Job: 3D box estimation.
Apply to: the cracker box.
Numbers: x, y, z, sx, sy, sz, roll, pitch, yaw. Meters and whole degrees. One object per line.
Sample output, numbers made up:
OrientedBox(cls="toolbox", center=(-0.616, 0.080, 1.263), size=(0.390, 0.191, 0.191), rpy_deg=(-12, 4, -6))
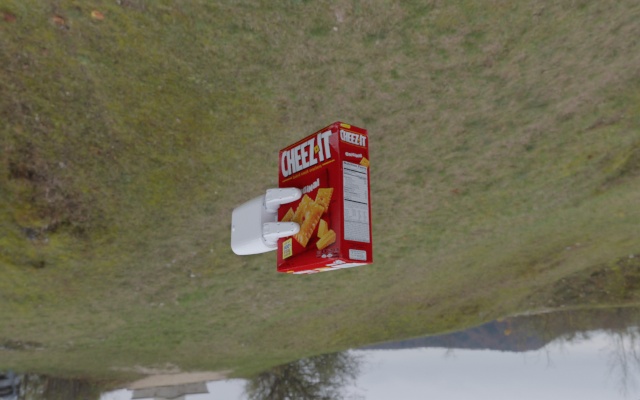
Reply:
OrientedBox(cls="cracker box", center=(0.000, 0.003, 0.763), size=(0.072, 0.213, 0.164), rpy_deg=(11, -19, -38))
